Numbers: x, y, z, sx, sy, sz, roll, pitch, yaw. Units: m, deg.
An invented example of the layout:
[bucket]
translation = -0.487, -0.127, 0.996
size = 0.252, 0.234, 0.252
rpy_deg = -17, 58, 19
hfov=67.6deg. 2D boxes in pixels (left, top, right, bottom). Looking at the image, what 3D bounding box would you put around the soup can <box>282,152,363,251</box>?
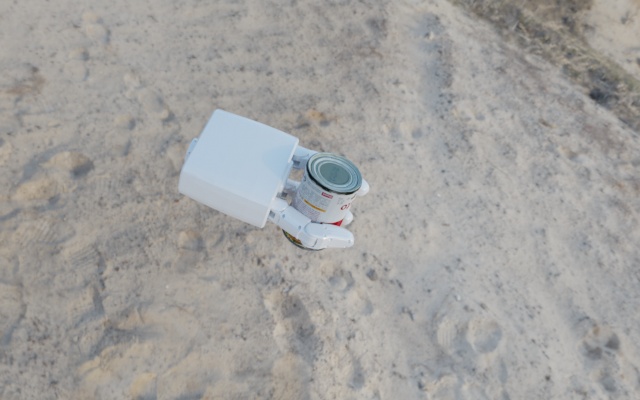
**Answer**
[soup can]
translation = 0.001, 0.002, 0.560
size = 0.068, 0.068, 0.102
rpy_deg = 0, -43, -26
